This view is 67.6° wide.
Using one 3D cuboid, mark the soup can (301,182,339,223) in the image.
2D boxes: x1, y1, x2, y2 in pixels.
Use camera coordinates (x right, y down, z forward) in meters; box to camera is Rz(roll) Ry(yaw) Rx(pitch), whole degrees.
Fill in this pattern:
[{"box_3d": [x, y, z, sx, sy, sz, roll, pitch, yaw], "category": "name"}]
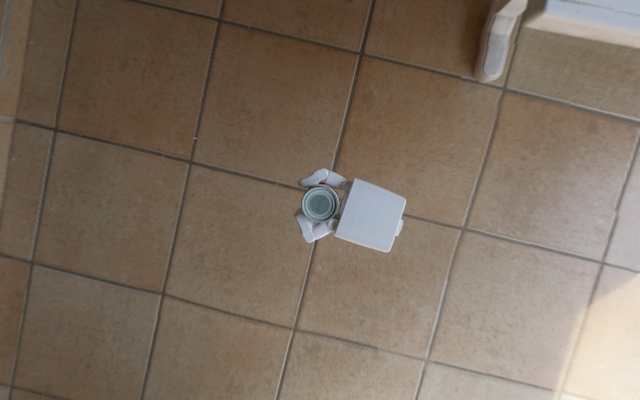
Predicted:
[{"box_3d": [0.000, 0.003, 0.891, 0.068, 0.068, 0.102, 0, 6, 2], "category": "soup can"}]
